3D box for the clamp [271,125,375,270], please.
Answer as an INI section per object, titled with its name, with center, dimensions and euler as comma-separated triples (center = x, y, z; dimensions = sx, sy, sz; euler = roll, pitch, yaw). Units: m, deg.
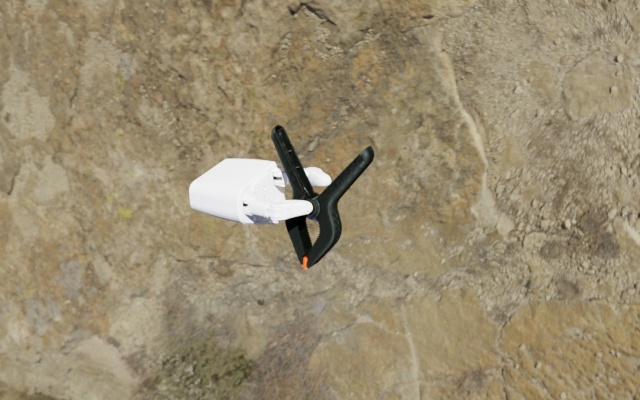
[clamp]
center = -0.001, 0.003, 0.681
dimensions = 0.164, 0.210, 0.036
euler = 10, 19, 33
